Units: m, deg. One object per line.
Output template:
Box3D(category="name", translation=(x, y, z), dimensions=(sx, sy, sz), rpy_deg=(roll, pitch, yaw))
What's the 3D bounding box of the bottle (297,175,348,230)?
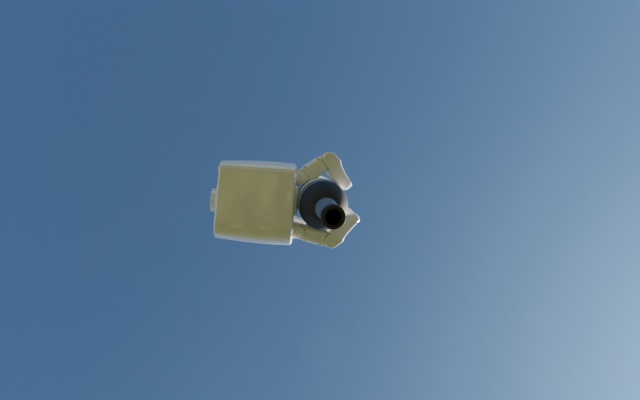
Box3D(category="bottle", translation=(0.000, 0.002, 0.669), dimensions=(0.069, 0.069, 0.295), rpy_deg=(0, 6, -6))
